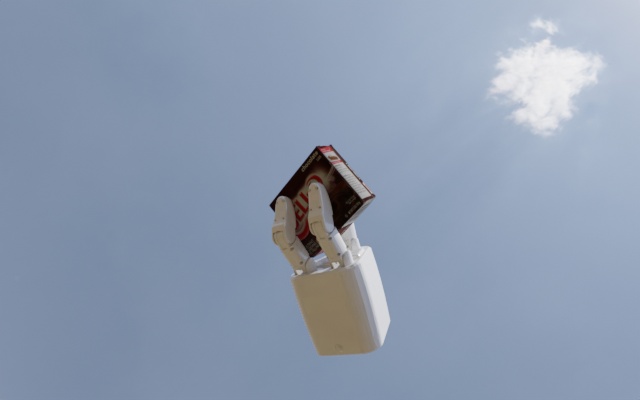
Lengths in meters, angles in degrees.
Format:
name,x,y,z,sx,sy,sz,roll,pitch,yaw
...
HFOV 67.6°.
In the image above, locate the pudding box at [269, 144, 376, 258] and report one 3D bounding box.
name,x,y,z,sx,sy,sz,roll,pitch,yaw
pudding box,0.000,0.002,0.584,0.113,0.090,0.039,-48,-16,30
